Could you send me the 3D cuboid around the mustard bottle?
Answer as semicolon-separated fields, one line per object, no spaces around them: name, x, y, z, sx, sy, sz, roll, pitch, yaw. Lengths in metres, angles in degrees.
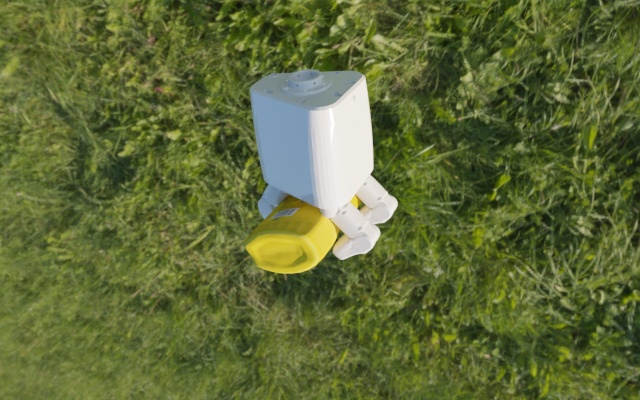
mustard bottle;0.000;0.002;0.550;0.096;0.058;0.191;-12;26;38
